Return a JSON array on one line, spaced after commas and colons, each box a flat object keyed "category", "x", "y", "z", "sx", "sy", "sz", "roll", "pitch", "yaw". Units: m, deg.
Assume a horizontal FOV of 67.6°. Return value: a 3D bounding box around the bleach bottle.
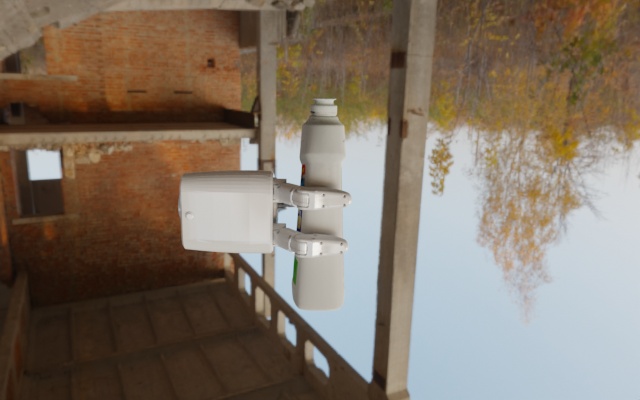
[{"category": "bleach bottle", "x": 0.000, "y": 0.002, "z": 0.588, "sx": 0.068, "sy": 0.251, "sz": 0.102, "roll": 1, "pitch": 13, "yaw": -4}]
